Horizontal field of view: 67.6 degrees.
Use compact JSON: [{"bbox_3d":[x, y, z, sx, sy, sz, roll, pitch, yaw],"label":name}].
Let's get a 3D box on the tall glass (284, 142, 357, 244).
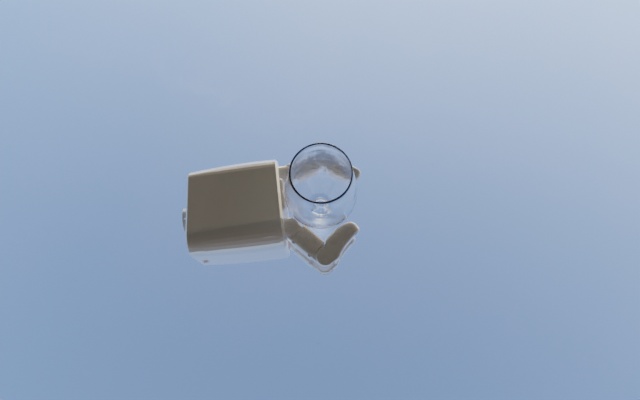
[{"bbox_3d":[0.000,0.002,0.547,0.079,0.079,0.201,0,-17,-1],"label":"tall glass"}]
